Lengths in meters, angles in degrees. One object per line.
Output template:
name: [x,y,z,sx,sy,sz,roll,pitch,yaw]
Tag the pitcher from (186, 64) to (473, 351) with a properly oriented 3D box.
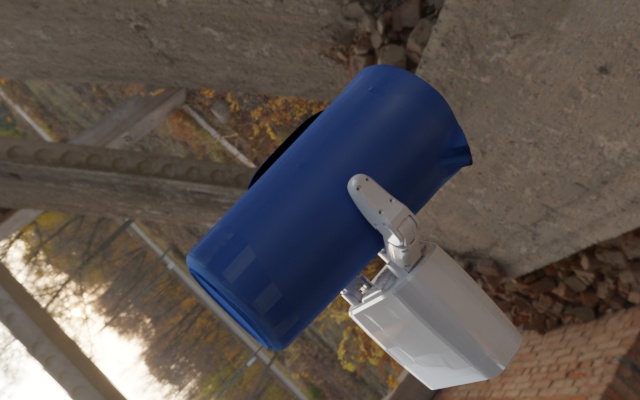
pitcher: [0.000,0.002,0.423,0.242,0.145,0.149,-45,0,-20]
